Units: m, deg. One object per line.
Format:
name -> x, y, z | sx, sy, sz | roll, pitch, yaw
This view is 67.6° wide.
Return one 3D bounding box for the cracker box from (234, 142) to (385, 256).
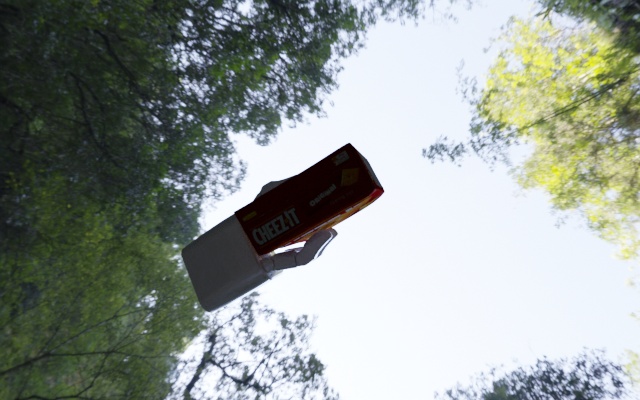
cracker box -> 0.000, 0.002, 0.654 | 0.164, 0.072, 0.213 | -31, -5, 9
